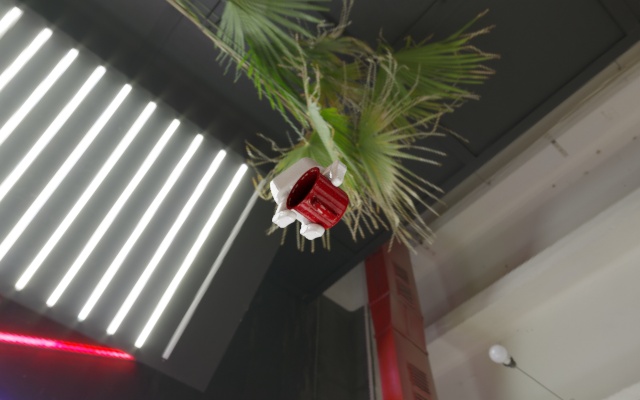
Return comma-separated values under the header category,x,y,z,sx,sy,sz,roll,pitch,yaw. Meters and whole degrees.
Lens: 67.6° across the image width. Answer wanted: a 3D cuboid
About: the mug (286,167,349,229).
category,x,y,z,sx,sy,sz,roll,pitch,yaw
mug,0.001,0.003,0.861,0.081,0.093,0.117,36,6,-22
